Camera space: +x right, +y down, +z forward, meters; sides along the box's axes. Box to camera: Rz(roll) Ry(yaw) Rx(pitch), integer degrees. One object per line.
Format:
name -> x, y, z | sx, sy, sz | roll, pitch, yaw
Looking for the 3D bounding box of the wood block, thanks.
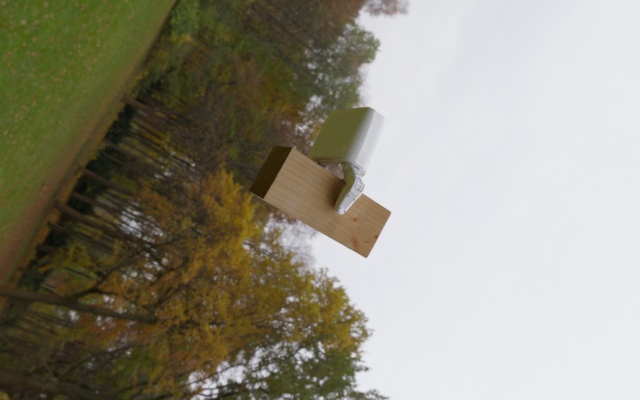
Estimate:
wood block -> 0.001, 0.002, 0.781 | 0.206, 0.090, 0.091 | 31, -5, -24
